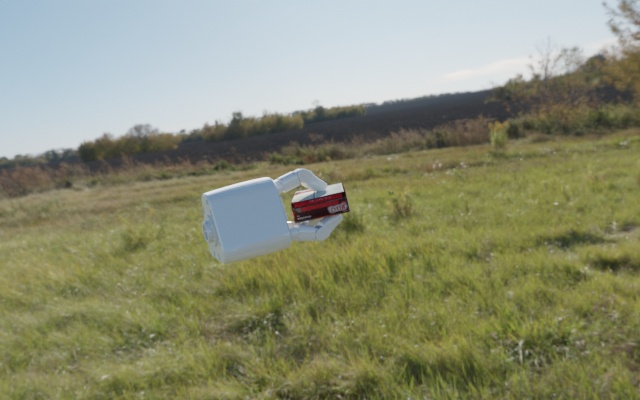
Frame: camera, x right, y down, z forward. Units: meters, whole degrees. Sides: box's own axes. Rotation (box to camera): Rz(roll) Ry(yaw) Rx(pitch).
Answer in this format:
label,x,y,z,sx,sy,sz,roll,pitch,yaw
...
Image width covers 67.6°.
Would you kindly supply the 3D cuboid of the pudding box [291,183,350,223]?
label,x,y,z,sx,sy,sz,roll,pitch,yaw
pudding box,0.000,0.002,0.793,0.090,0.039,0.113,-11,11,3
